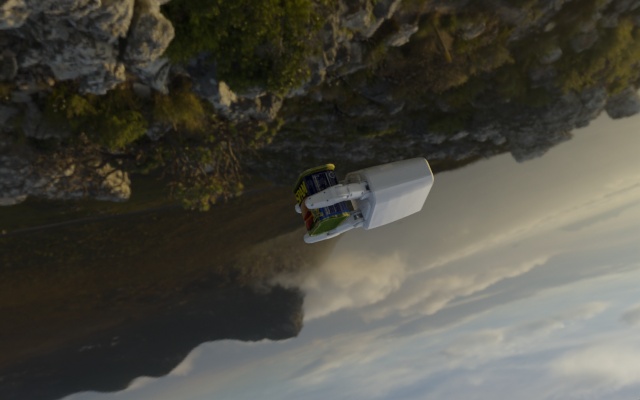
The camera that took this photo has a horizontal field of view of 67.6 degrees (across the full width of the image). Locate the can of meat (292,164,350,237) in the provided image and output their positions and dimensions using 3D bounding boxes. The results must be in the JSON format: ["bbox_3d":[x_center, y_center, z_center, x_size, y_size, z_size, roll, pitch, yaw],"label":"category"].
[{"bbox_3d":[0.000,0.003,0.752,0.057,0.084,0.102,-15,-14,-19],"label":"can of meat"}]
